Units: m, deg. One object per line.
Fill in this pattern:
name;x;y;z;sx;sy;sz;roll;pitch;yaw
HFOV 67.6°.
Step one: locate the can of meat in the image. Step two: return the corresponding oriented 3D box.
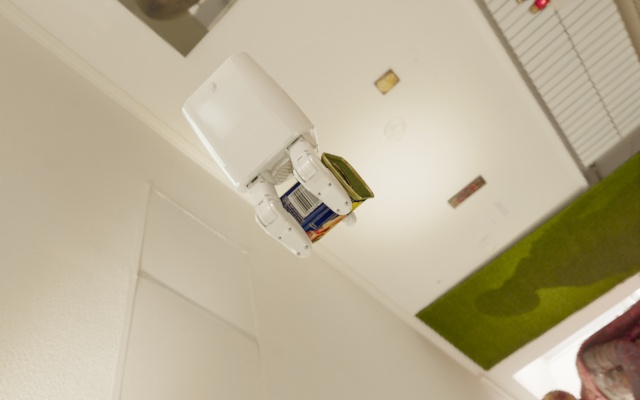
can of meat;0.000;0.002;0.485;0.084;0.057;0.102;-41;-9;13
